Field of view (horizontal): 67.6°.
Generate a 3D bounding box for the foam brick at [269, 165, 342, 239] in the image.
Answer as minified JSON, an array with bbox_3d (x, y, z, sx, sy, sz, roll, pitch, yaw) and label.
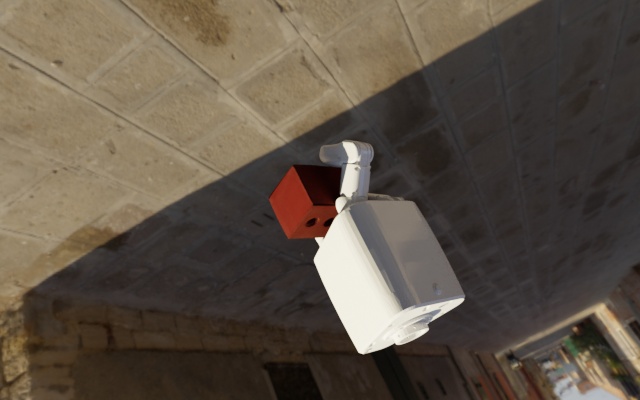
[{"bbox_3d":[0.000,0.002,0.471,0.078,0.051,0.053,0,-38,-39],"label":"foam brick"}]
